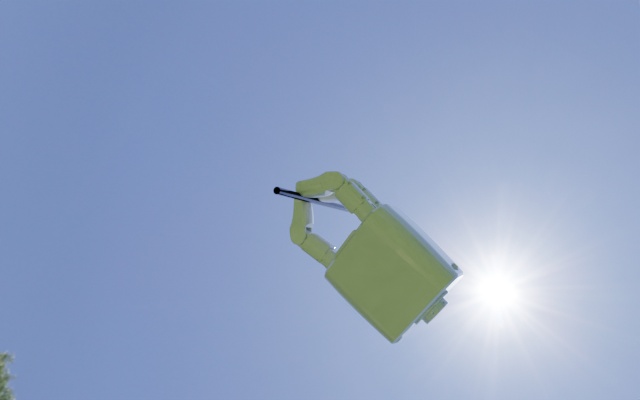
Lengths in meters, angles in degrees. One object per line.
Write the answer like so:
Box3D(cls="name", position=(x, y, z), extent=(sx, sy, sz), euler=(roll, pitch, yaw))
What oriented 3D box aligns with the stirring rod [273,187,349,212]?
Box3D(cls="stirring rod", position=(0.000, 0.002, 0.594), extent=(0.011, 0.011, 0.239), euler=(0, -6, 22))
